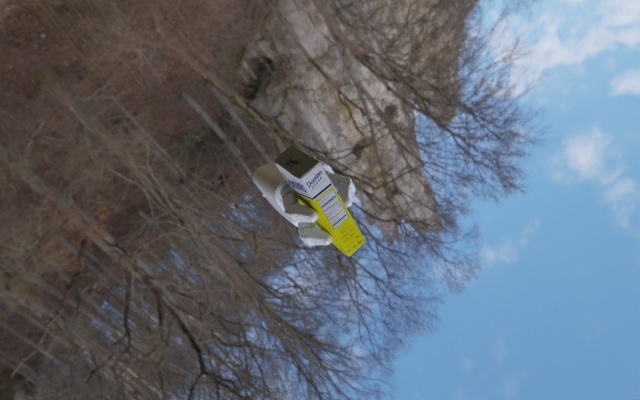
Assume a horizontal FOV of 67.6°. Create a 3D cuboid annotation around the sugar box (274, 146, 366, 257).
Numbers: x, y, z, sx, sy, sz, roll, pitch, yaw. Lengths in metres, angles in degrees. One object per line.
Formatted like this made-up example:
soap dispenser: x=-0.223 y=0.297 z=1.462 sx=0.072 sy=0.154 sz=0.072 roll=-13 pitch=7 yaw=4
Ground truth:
sugar box: x=0.000 y=0.003 z=0.751 sx=0.048 sy=0.176 sz=0.093 roll=-42 pitch=36 yaw=-10
